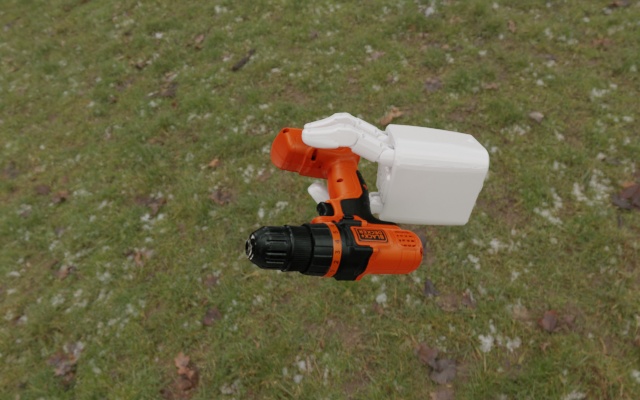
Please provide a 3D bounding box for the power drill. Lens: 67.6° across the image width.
[{"bbox_3d":[0.000,0.001,0.510,0.184,0.187,0.057,6,-46,-26],"label":"power drill"}]
